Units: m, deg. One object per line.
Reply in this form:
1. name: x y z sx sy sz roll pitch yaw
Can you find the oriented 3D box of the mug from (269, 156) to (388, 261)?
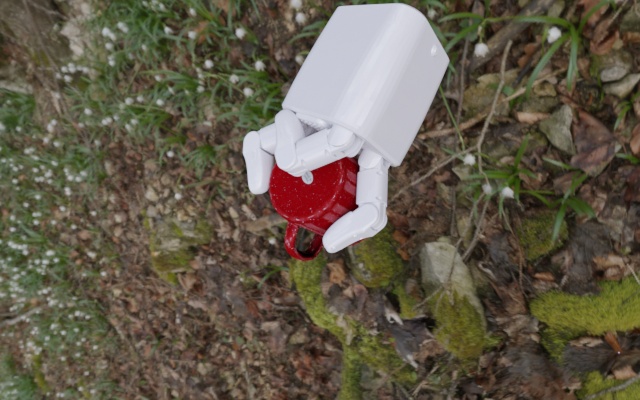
1. mug: -0.001 0.003 0.453 0.093 0.117 0.081 26 -1 35
